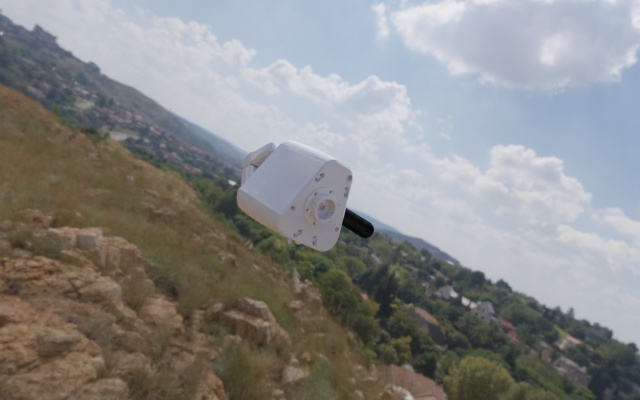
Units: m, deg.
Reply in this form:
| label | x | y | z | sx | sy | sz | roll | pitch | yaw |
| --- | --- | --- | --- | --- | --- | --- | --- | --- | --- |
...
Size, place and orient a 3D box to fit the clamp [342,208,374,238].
| label | x | y | z | sx | sy | sz | roll | pitch | yaw |
| --- | --- | --- | --- | --- | --- | --- | --- | --- | --- |
| clamp | 0.000 | 0.002 | 0.693 | 0.171 | 0.039 | 0.120 | 27 | -1 | -38 |
